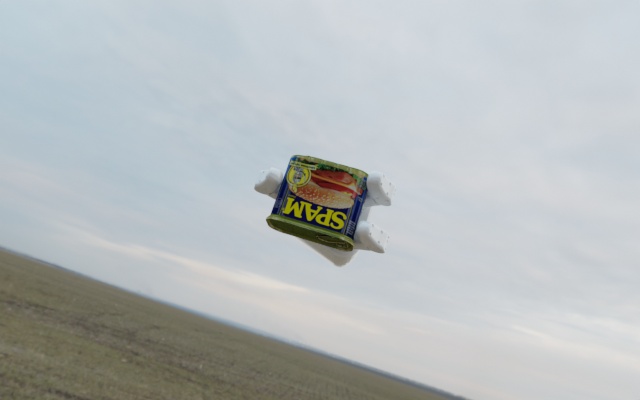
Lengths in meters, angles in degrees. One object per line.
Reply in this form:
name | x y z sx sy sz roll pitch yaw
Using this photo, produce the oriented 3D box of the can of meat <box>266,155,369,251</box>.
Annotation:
can of meat | 0.000 0.001 0.545 0.102 0.084 0.057 16 -17 7
